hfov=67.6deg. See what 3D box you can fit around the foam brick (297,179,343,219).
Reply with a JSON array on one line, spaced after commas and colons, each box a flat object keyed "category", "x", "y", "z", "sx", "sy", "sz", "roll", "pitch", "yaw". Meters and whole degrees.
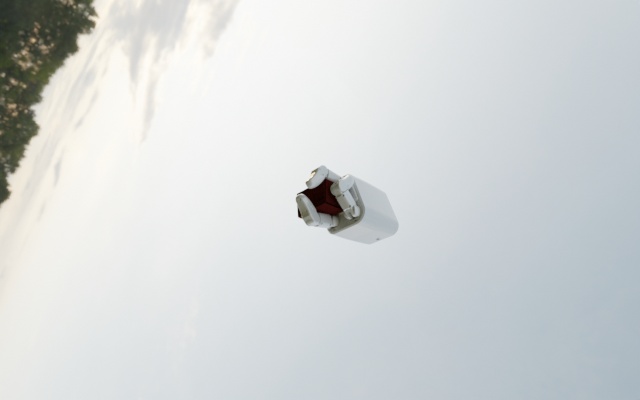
[{"category": "foam brick", "x": 0.000, "y": 0.003, "z": 0.886, "sx": 0.051, "sy": 0.053, "sz": 0.078, "roll": 21, "pitch": -35, "yaw": -39}]
